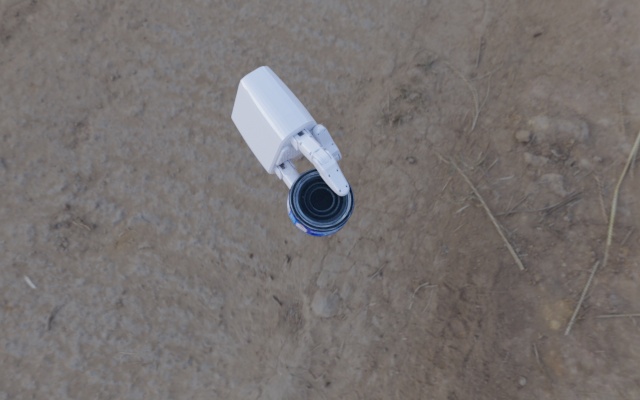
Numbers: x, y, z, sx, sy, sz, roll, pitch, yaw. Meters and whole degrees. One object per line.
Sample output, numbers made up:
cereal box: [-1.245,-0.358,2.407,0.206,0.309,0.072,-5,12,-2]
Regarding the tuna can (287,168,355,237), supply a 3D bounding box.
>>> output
tuna can: [0.000,0.002,0.615,0.086,0.086,0.034,0,-15,-8]
